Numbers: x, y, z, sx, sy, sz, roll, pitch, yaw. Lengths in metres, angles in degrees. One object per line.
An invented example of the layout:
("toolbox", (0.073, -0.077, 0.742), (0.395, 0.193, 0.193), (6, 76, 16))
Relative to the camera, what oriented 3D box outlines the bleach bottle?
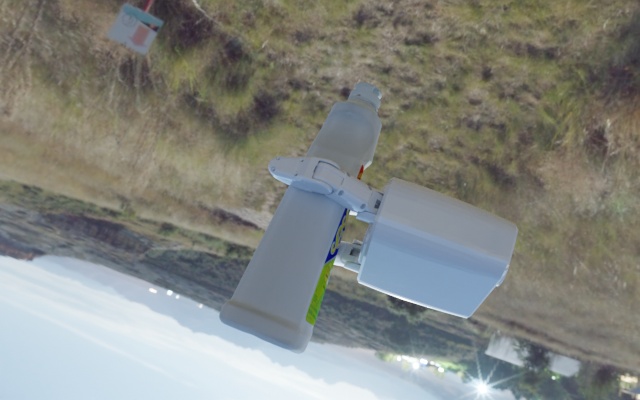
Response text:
("bleach bottle", (0.000, 0.001, 0.420), (0.068, 0.250, 0.103), (19, -17, 10))
